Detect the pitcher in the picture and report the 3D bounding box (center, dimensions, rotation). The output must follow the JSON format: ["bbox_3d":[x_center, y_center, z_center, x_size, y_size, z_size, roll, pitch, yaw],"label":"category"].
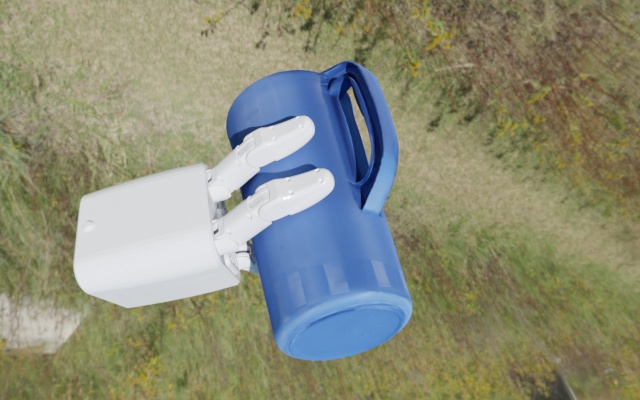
[{"bbox_3d":[0.000,0.001,0.421,0.145,0.242,0.149,-13,-36,-4],"label":"pitcher"}]
